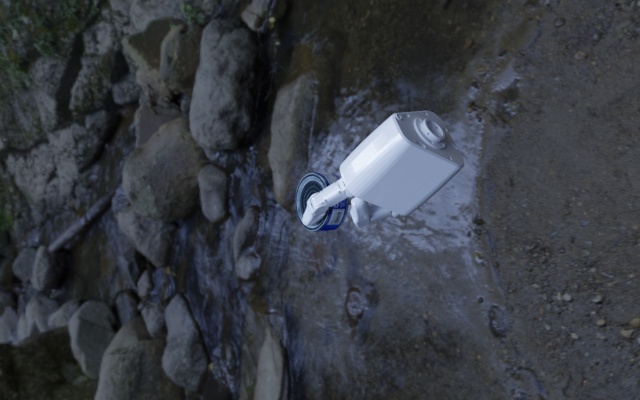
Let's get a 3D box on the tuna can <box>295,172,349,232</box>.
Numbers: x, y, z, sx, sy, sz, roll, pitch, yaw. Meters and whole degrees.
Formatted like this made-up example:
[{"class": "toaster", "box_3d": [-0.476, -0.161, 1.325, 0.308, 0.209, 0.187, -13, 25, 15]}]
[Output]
[{"class": "tuna can", "box_3d": [0.000, 0.002, 0.684, 0.034, 0.086, 0.086, 0, 0, -37]}]
